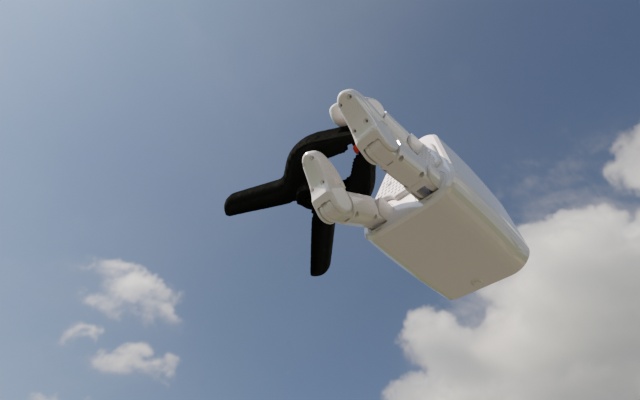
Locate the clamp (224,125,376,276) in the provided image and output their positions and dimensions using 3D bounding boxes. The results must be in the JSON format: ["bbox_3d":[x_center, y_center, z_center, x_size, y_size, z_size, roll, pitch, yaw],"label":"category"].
[{"bbox_3d":[0.000,0.001,0.433,0.120,0.039,0.171,40,-51,-17],"label":"clamp"}]
